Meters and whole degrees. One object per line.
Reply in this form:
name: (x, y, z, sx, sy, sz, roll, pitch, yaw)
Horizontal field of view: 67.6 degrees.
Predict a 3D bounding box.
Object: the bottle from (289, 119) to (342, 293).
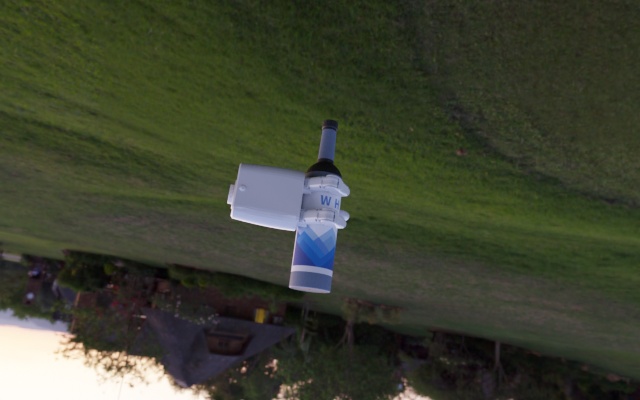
bottle: (0.000, 0.003, 0.804, 0.069, 0.295, 0.069, 7, -16, 2)
